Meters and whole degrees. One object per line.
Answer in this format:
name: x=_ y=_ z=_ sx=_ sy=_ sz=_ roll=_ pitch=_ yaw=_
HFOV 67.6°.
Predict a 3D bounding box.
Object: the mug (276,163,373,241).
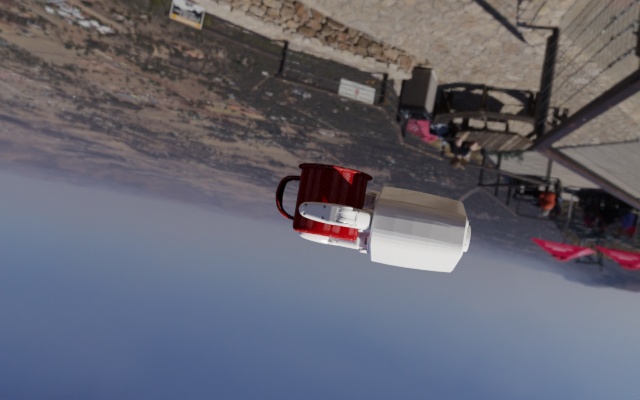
mug: x=-0.001 y=0.002 z=0.588 sx=0.117 sy=0.081 sz=0.093 roll=9 pitch=-4 yaw=12
